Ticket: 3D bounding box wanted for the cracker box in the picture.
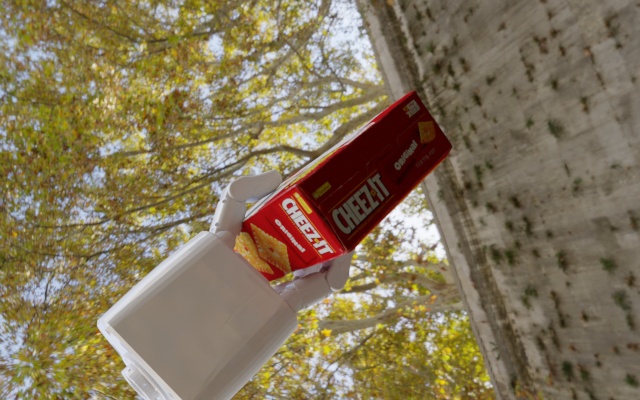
[{"bbox_3d":[0.000,0.001,0.464,0.164,0.072,0.214,-41,7,-34],"label":"cracker box"}]
